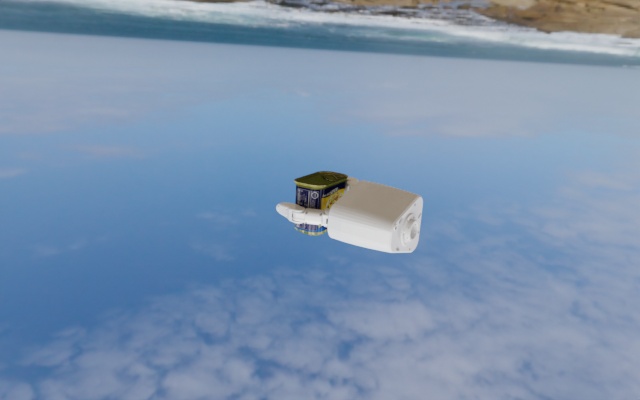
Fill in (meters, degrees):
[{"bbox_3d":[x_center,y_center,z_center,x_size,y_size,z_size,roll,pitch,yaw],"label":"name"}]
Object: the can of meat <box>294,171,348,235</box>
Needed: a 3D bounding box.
[{"bbox_3d":[0.000,0.003,0.788,0.057,0.084,0.102,13,19,29],"label":"can of meat"}]
